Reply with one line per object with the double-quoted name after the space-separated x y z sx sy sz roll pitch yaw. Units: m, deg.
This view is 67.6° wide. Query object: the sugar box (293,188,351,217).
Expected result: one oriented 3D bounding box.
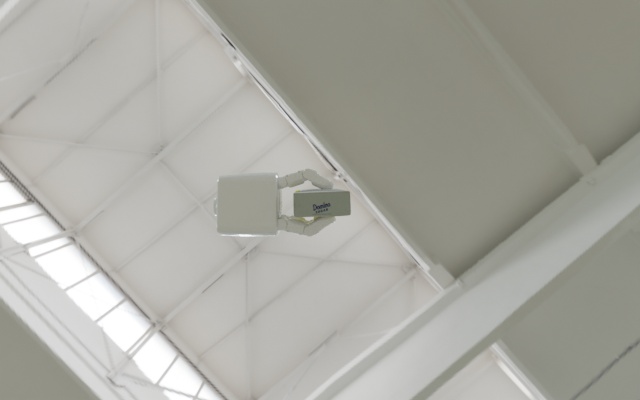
0.000 0.003 0.840 0.093 0.048 0.176 -2 5 -1 "sugar box"
